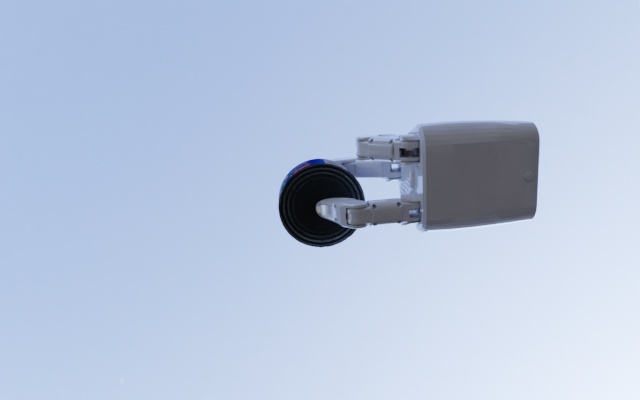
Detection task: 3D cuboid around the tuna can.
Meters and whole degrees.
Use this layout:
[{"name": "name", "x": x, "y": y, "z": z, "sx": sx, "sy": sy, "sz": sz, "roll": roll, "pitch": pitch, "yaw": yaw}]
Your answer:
[{"name": "tuna can", "x": 0.000, "y": 0.001, "z": 0.483, "sx": 0.086, "sy": 0.086, "sz": 0.033, "roll": 0, "pitch": 16, "yaw": -6}]
